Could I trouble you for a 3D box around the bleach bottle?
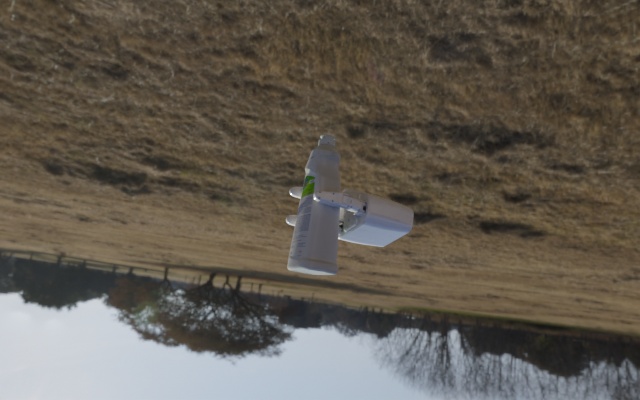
[{"bbox_3d":[0.000,0.003,0.848,0.068,0.250,0.102,15,-14,-27],"label":"bleach bottle"}]
